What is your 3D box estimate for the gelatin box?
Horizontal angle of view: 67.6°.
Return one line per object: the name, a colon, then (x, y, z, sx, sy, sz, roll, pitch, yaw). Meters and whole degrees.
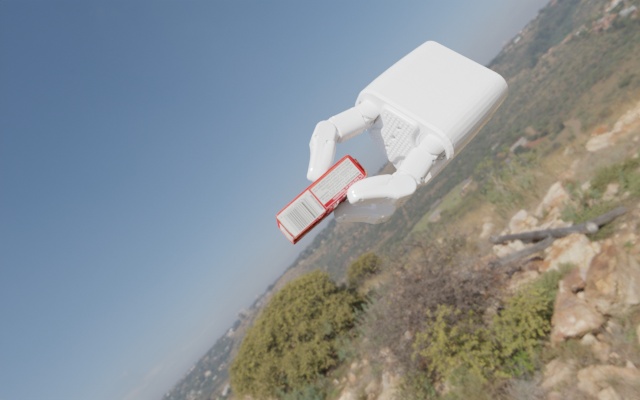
gelatin box: (0.000, 0.001, 0.451, 0.089, 0.030, 0.073, -41, -4, -9)
